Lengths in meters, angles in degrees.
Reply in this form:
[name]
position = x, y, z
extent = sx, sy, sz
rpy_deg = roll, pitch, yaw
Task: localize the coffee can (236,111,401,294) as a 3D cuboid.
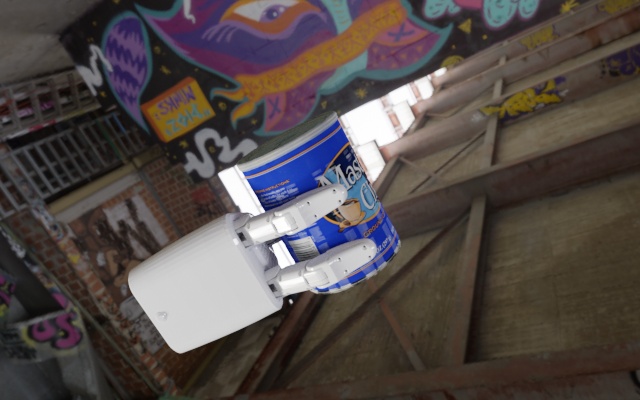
[coffee can]
position = 0.000, 0.001, 0.453
extent = 0.103, 0.140, 0.102
rpy_deg = -27, 15, 7
